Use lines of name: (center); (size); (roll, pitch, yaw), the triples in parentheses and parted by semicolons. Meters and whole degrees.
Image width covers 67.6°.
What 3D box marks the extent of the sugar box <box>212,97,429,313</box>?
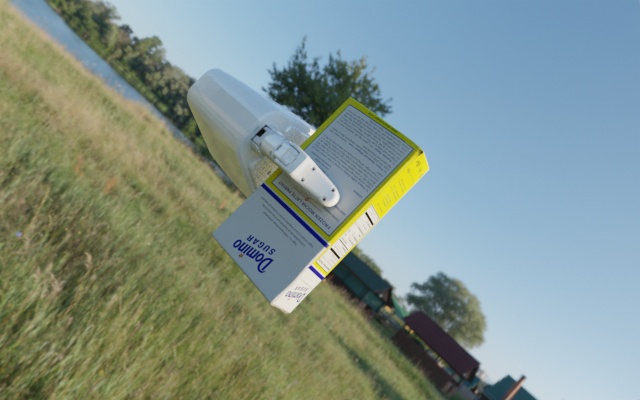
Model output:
sugar box: (0.000, 0.001, 0.417); (0.093, 0.176, 0.048); (43, -3, 31)
